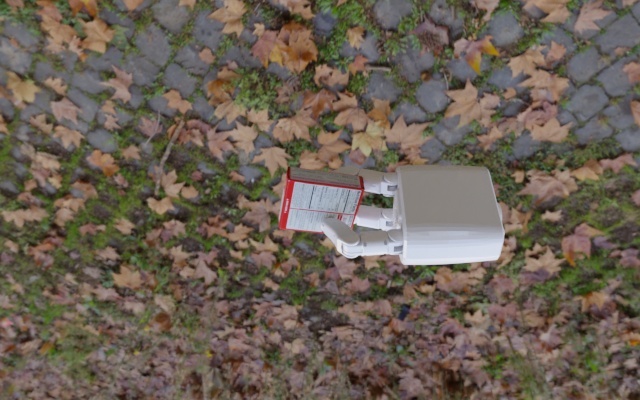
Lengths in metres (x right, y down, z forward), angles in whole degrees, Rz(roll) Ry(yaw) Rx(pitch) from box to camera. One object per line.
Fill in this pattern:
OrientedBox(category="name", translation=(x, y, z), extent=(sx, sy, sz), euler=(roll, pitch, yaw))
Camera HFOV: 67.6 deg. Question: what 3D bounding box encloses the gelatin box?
OrientedBox(category="gelatin box", translation=(0.000, 0.002, 0.555), extent=(0.089, 0.073, 0.030), euler=(6, 38, -9))
